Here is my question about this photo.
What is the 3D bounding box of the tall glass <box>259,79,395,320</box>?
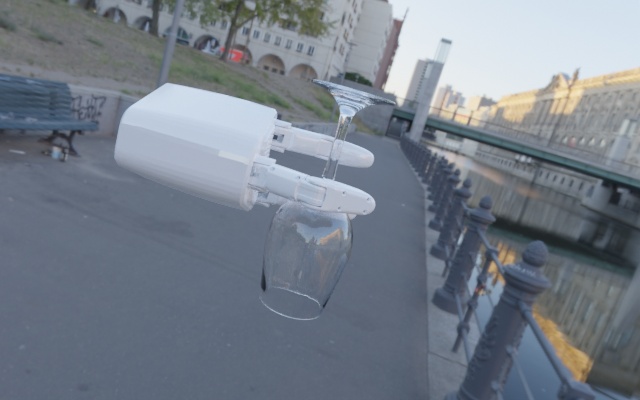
[{"bbox_3d":[0.000,0.001,0.424,0.079,0.201,0.079,15,11,-3],"label":"tall glass"}]
